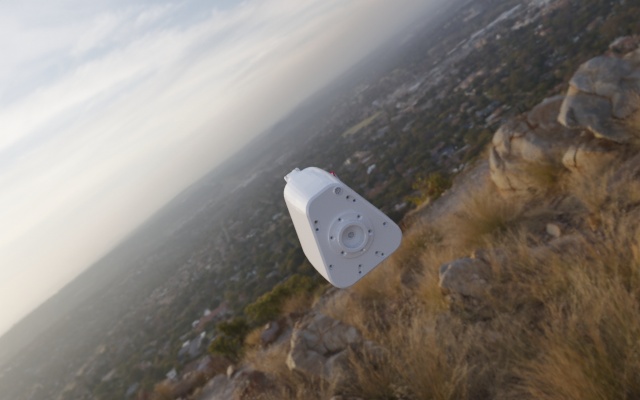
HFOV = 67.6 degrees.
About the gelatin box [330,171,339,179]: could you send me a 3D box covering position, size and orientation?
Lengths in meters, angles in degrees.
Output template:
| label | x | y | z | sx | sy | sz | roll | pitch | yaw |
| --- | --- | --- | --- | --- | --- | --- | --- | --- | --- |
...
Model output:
| label | x | y | z | sx | sy | sz | roll | pitch | yaw |
| --- | --- | --- | --- | --- | --- | --- | --- | --- | --- |
| gelatin box | 0.000 | 0.002 | 0.668 | 0.073 | 0.030 | 0.089 | -34 | 22 | 8 |
